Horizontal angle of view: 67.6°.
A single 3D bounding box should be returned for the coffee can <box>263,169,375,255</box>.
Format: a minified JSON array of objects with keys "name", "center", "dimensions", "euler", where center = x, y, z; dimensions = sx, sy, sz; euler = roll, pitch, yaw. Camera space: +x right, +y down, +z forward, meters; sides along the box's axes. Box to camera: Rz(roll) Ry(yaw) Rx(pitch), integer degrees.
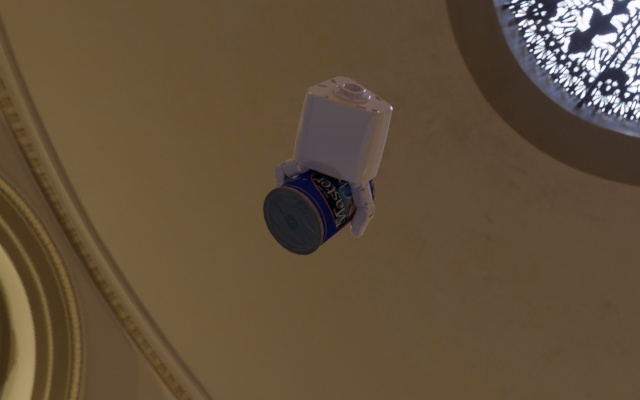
[{"name":"coffee can","center":[0.000,0.003,0.702],"dimensions":[0.103,0.103,0.140],"euler":[0,24,40]}]
